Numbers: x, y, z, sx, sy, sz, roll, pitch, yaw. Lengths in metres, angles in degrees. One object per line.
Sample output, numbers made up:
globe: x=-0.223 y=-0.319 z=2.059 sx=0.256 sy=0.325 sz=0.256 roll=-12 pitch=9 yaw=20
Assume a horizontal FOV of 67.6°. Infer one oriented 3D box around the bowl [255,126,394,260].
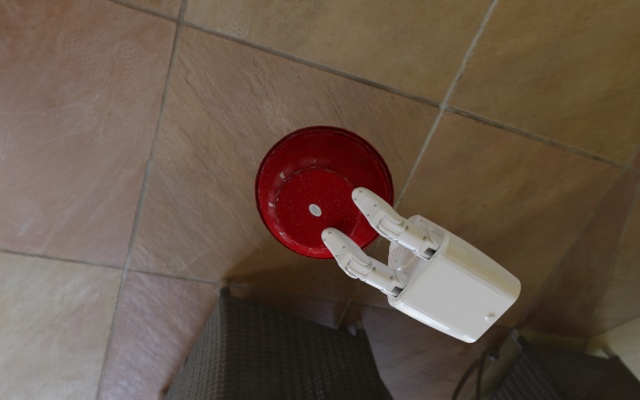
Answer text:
bowl: x=-0.001 y=0.001 z=0.525 sx=0.162 sy=0.162 sz=0.055 roll=0 pitch=18 yaw=8
